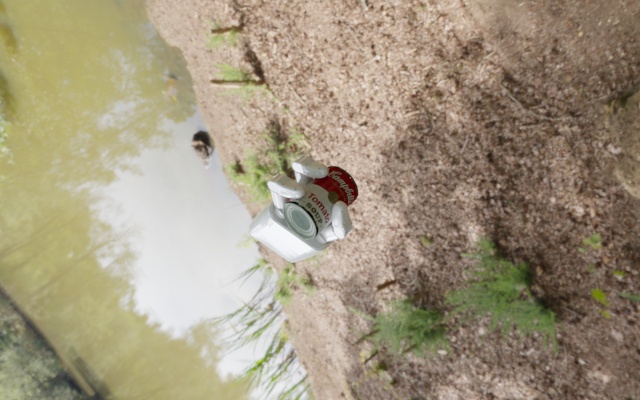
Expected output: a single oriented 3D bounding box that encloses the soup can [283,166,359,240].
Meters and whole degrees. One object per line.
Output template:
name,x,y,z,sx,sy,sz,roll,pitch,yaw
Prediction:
soup can,0.000,0.002,0.715,0.068,0.068,0.102,0,33,48
